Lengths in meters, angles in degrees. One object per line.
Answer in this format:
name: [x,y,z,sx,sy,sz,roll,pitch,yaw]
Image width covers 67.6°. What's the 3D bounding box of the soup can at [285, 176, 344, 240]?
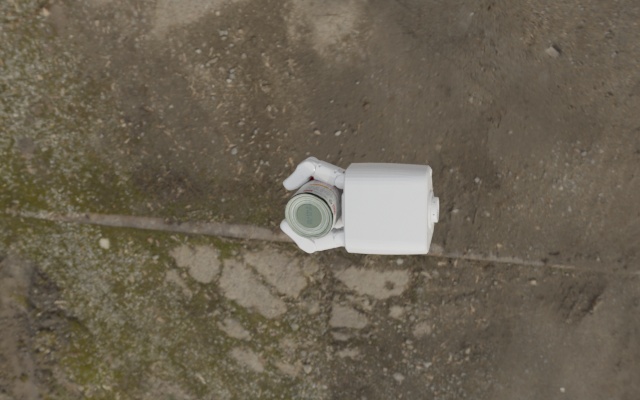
soup can: [0.000,0.002,0.655,0.068,0.068,0.102,0,23,20]
